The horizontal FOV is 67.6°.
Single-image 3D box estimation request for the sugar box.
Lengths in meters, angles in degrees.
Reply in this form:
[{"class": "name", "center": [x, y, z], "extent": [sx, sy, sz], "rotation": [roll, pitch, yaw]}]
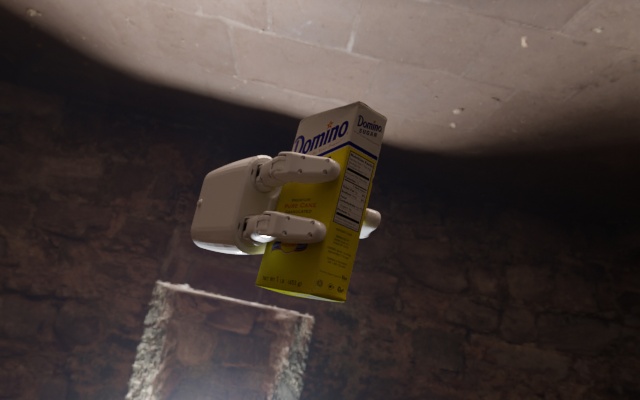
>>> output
[{"class": "sugar box", "center": [0.000, 0.001, 0.445], "extent": [0.048, 0.176, 0.093], "rotation": [21, -16, -36]}]
